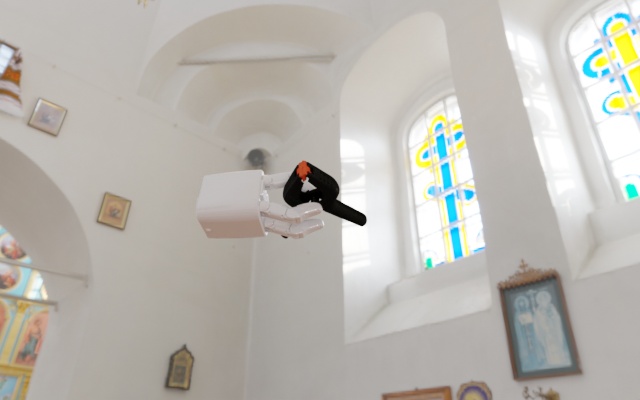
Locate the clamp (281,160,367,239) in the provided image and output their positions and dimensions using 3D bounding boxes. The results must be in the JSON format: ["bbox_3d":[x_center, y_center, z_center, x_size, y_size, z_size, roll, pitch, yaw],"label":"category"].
[{"bbox_3d":[0.000,0.002,0.821,0.164,0.036,0.210,-7,-32,0],"label":"clamp"}]
